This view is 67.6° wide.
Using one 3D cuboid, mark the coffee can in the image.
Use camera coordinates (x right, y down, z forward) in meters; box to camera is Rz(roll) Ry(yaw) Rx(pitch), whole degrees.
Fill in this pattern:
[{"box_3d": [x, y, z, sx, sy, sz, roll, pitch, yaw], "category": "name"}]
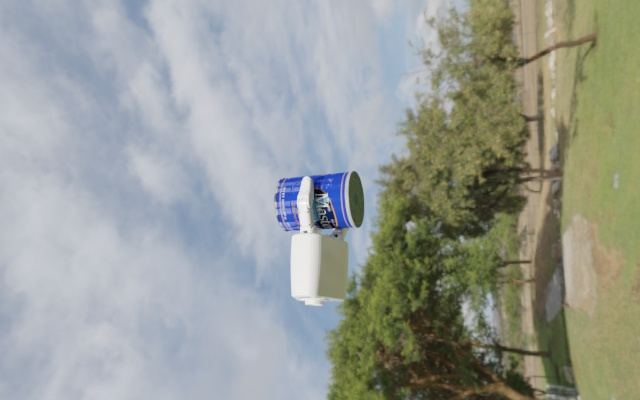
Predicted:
[{"box_3d": [0.000, 0.003, 0.878, 0.140, 0.103, 0.103, -4, -2, 20], "category": "coffee can"}]
